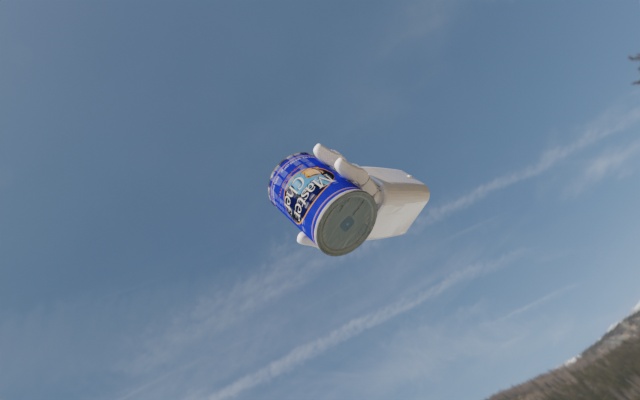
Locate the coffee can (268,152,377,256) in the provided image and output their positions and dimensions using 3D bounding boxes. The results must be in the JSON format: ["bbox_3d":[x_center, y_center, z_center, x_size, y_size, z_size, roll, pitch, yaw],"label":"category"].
[{"bbox_3d":[0.000,0.002,0.701,0.103,0.103,0.140,0,26,-37],"label":"coffee can"}]
